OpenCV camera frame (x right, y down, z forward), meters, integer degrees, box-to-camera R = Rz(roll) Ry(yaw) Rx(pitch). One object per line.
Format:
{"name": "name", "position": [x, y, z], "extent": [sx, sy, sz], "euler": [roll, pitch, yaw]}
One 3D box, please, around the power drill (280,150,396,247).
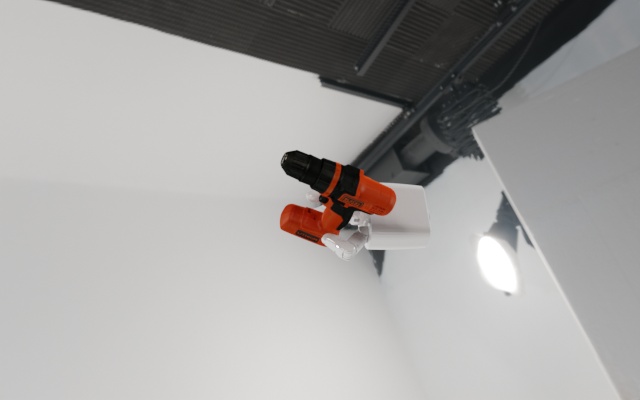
{"name": "power drill", "position": [0.000, 0.003, 0.760], "extent": [0.184, 0.057, 0.188], "euler": [23, -32, -14]}
